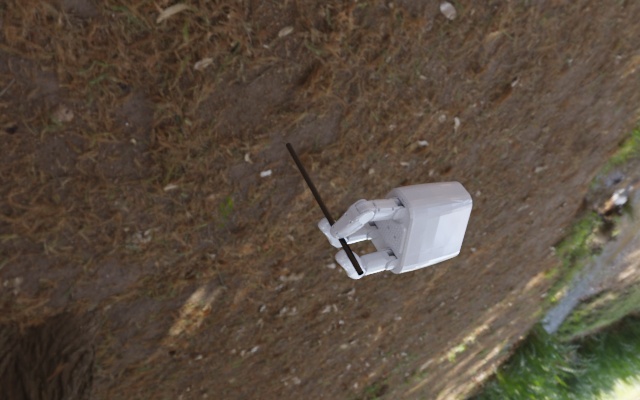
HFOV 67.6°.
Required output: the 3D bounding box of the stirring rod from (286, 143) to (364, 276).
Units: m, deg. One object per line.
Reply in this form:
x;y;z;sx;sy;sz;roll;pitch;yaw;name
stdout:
0.000;0.002;0.633;0.011;0.239;0.011;-18;-38;-15;stirring rod
